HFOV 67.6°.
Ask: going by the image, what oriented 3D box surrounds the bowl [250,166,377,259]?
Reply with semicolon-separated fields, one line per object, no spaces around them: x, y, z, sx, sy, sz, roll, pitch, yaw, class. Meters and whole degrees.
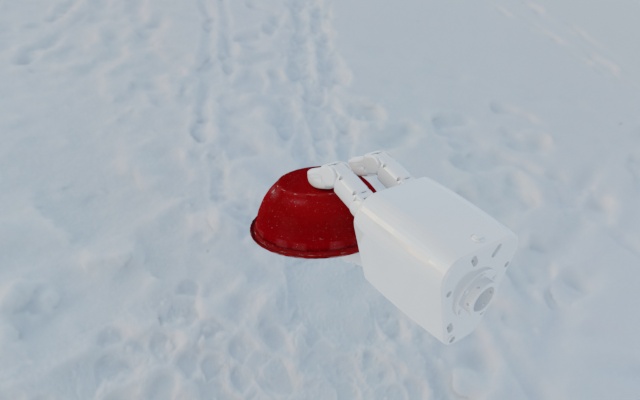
-0.001;0.001;0.528;0.162;0.055;0.162;-3;23;1;bowl
